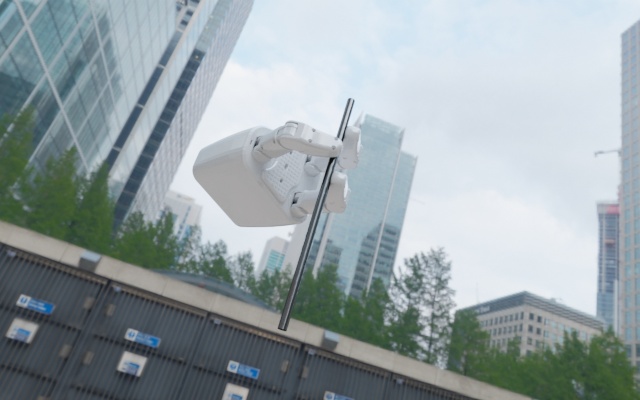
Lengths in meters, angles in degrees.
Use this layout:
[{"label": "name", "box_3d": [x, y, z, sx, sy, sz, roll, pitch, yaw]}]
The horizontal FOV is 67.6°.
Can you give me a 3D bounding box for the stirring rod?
[{"label": "stirring rod", "box_3d": [0.000, 0.002, 0.441, 0.011, 0.239, 0.011, 14, -25, 7]}]
